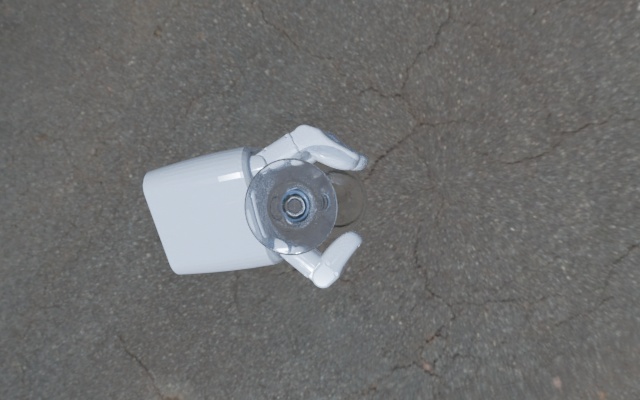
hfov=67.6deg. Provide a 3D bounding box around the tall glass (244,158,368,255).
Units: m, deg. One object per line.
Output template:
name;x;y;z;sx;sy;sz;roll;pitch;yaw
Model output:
tall glass;0.000;0.002;0.458;0.079;0.079;0.201;0;2;14
